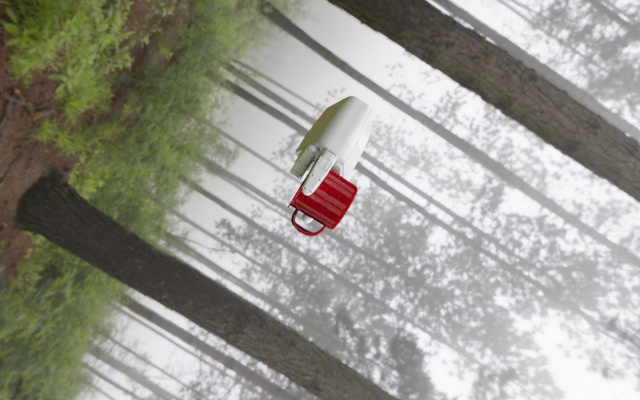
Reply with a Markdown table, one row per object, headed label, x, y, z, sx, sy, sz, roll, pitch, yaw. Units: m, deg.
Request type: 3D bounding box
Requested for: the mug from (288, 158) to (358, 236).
| label | x | y | z | sx | sy | sz | roll | pitch | yaw |
| --- | --- | --- | --- | --- | --- | --- | --- | --- | --- |
| mug | 0.000 | 0.004 | 0.754 | 0.081 | 0.117 | 0.093 | 32 | -18 | -3 |
